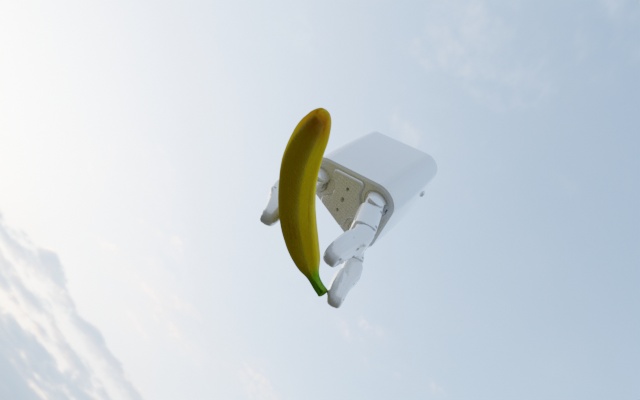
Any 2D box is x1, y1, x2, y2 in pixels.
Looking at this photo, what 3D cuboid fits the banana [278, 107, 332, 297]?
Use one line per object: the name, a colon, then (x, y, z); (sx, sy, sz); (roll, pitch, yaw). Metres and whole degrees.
banana: (-0.013, -0.002, 0.460); (0.069, 0.198, 0.037); (26, 41, 37)
